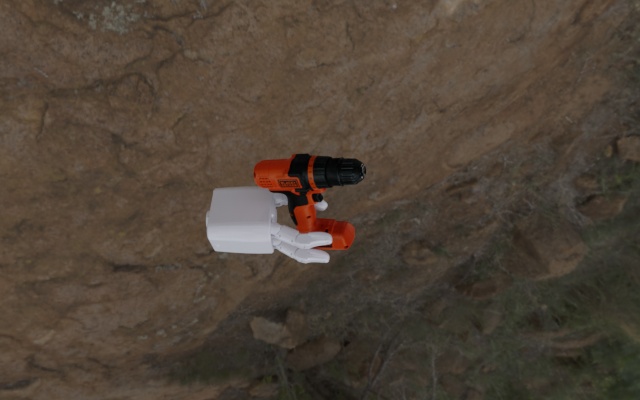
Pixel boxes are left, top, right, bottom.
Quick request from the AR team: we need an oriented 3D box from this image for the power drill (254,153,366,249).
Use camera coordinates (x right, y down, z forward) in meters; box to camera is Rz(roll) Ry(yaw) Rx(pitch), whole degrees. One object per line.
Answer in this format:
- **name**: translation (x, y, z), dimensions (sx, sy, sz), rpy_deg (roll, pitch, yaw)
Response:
- **power drill**: translation (0.000, 0.003, 0.788), dimensions (0.184, 0.188, 0.057), rpy_deg (1, 45, 23)
